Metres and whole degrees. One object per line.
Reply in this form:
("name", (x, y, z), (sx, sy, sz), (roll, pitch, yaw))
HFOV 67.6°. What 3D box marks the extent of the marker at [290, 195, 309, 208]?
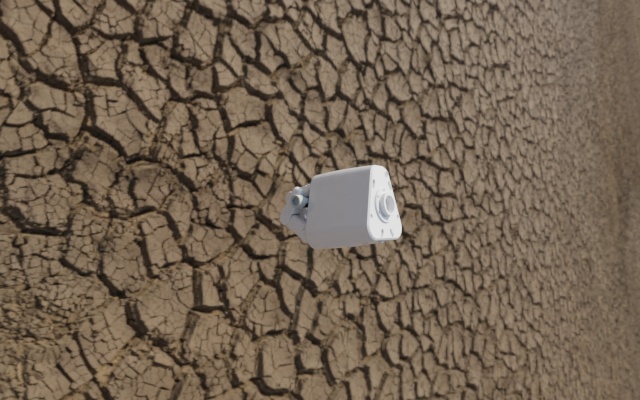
("marker", (0.000, 0.002, 0.729), (0.020, 0.020, 0.121), (0, -1, 38))
